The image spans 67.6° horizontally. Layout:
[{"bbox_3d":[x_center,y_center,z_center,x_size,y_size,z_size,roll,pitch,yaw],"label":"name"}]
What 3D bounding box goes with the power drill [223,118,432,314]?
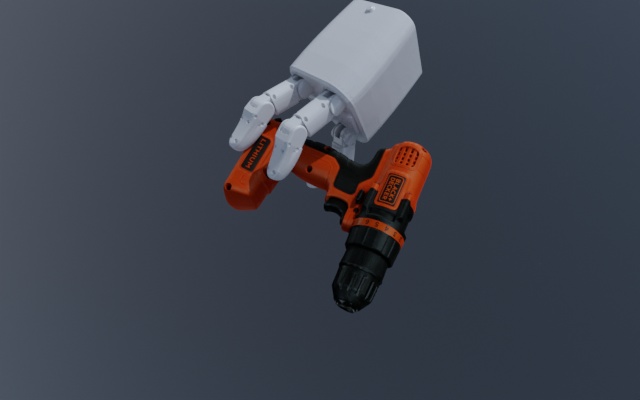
[{"bbox_3d":[0.000,0.001,0.487,0.187,0.184,0.057,20,-25,17],"label":"power drill"}]
